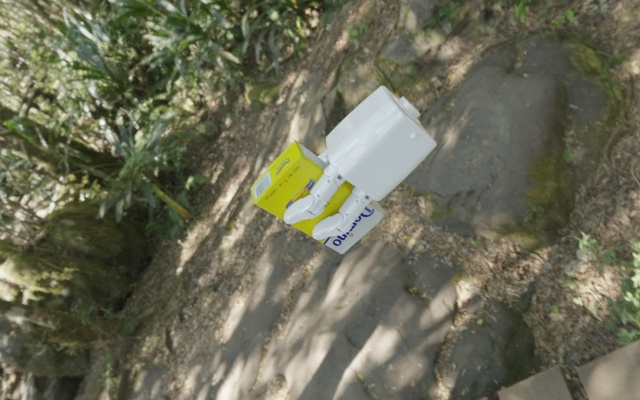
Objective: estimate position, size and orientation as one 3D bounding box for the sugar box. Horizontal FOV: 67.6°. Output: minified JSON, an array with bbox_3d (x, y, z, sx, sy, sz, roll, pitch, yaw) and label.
[{"bbox_3d":[0.000,0.002,0.660,0.176,0.093,0.048,33,22,-34],"label":"sugar box"}]
